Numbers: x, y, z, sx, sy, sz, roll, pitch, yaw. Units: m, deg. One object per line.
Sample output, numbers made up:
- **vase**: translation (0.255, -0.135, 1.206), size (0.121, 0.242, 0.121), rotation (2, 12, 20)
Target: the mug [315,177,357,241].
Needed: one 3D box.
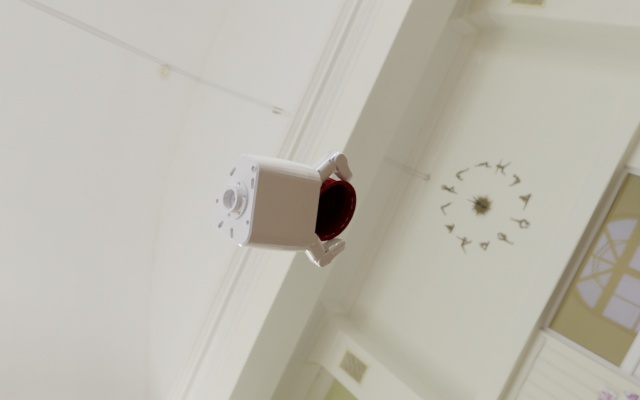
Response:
- **mug**: translation (0.001, 0.002, 0.709), size (0.117, 0.093, 0.081), rotation (9, 15, -47)
